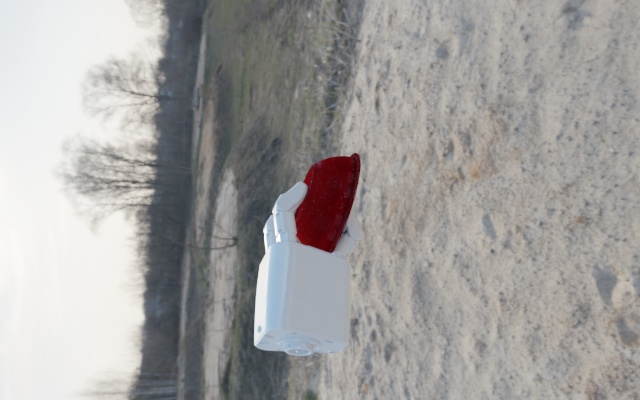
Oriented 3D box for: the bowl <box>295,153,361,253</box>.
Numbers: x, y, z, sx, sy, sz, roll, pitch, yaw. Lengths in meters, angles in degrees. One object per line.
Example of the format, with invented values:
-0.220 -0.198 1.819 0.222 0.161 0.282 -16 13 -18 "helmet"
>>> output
0.000 0.001 0.664 0.055 0.162 0.162 19 -3 -9 "bowl"
